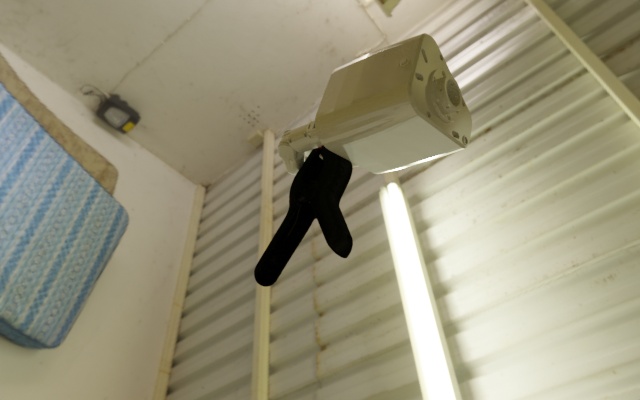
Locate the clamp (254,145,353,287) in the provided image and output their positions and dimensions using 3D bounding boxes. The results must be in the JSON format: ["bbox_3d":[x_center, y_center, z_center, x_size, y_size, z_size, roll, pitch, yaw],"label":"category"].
[{"bbox_3d":[0.000,0.002,0.470,0.120,0.171,0.039,-13,-41,42],"label":"clamp"}]
